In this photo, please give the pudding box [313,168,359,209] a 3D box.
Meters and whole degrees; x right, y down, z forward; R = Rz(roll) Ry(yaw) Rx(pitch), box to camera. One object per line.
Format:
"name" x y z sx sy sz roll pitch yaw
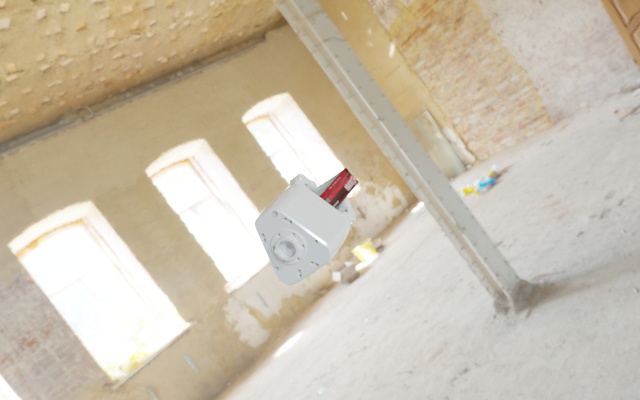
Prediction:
"pudding box" 0.000 0.002 0.784 0.113 0.039 0.090 -29 13 50
